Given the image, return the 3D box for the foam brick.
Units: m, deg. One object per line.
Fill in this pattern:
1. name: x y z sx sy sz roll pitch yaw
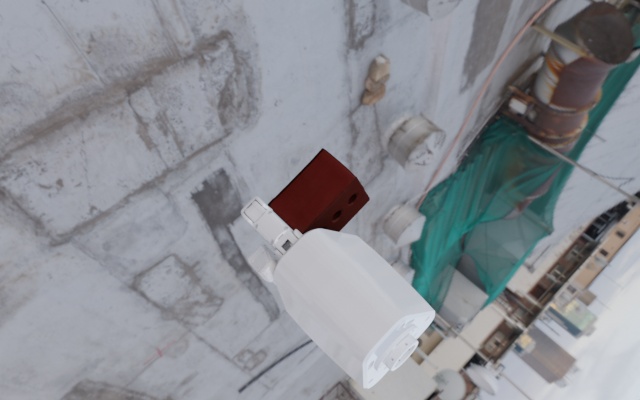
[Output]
1. foam brick: 0.000 0.001 0.462 0.051 0.078 0.053 41 -5 32
